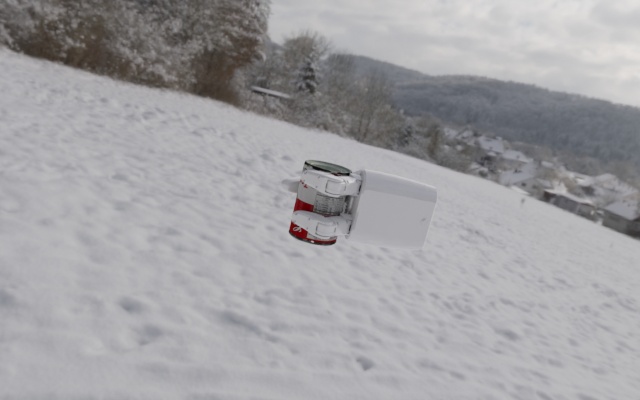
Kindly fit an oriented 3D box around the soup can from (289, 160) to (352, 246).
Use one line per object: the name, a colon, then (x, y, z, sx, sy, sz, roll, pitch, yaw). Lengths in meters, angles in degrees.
soup can: (0.000, 0.002, 0.649, 0.068, 0.102, 0.068, 12, 13, -3)
